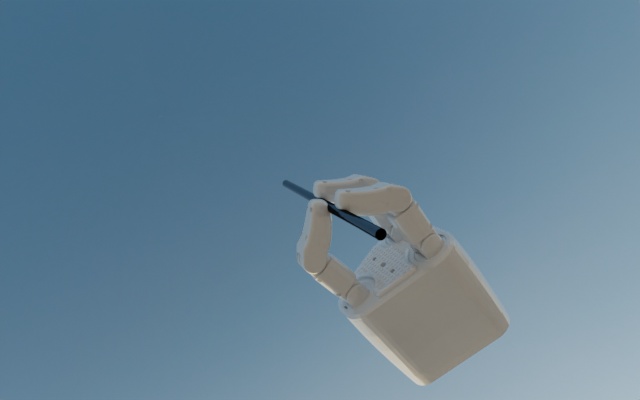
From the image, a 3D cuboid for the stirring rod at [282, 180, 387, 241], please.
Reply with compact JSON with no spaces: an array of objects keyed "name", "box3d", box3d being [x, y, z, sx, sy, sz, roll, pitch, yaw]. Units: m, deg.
[{"name":"stirring rod","box3d":[0.000,0.001,0.411,0.011,0.011,0.239,0,10,-19]}]
